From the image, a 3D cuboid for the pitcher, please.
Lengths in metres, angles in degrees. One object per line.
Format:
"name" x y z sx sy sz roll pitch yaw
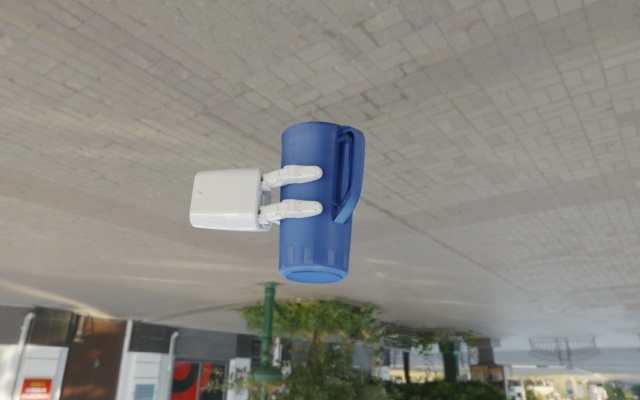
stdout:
"pitcher" 0.000 0.003 0.763 0.145 0.242 0.149 0 -20 7
